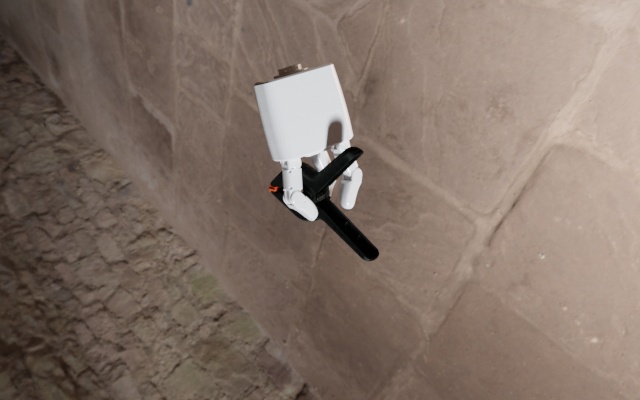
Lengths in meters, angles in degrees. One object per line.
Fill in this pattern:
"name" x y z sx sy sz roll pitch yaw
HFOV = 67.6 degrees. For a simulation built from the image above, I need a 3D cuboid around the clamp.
"clamp" -0.001 0.002 0.695 0.036 0.164 0.210 -28 21 -36
